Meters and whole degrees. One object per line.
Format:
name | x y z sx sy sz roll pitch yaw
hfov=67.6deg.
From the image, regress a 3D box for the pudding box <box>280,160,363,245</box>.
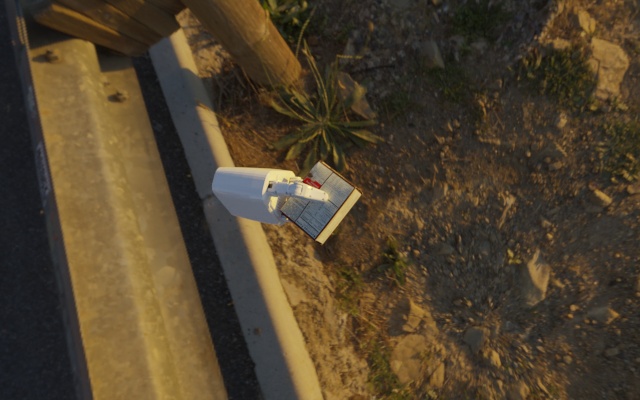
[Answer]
pudding box | 0.000 0.003 0.796 0.090 0.113 0.039 39 3 26
